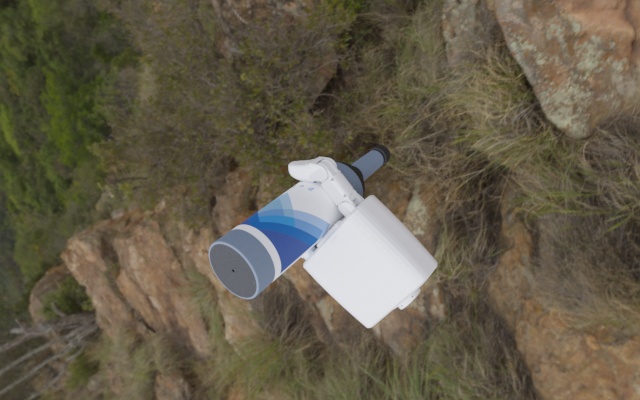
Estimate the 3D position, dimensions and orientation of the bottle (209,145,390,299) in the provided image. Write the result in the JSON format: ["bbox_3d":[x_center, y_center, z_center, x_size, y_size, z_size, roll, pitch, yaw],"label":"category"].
[{"bbox_3d":[0.000,0.002,0.561,0.069,0.069,0.295,0,27,40],"label":"bottle"}]
